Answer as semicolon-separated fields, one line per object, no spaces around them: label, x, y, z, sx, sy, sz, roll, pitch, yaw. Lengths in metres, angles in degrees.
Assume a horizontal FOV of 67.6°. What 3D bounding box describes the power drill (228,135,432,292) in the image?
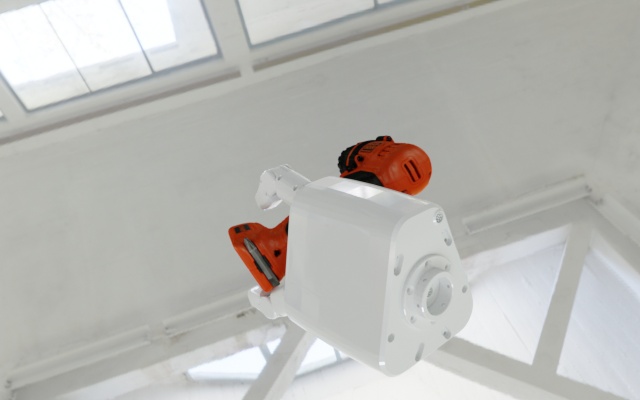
power drill;0.000;0.002;0.474;0.187;0.057;0.184;-36;11;-7
